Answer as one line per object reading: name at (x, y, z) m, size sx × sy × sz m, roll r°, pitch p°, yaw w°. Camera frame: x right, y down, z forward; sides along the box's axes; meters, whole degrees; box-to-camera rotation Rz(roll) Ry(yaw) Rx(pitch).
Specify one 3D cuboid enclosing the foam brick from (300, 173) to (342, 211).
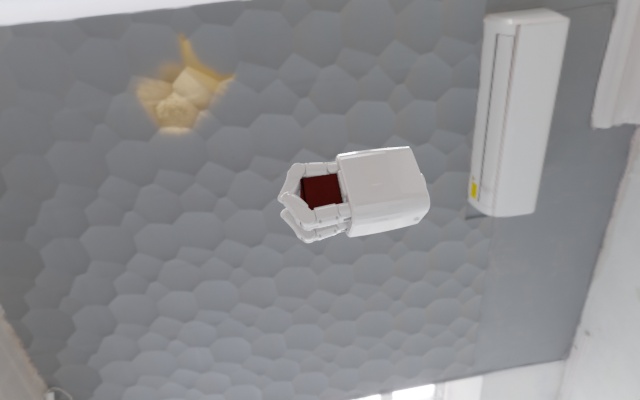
foam brick at (0.000, 0.002, 0.677) m, size 0.051 × 0.053 × 0.078 m, roll -9°, pitch -18°, yaw -6°
